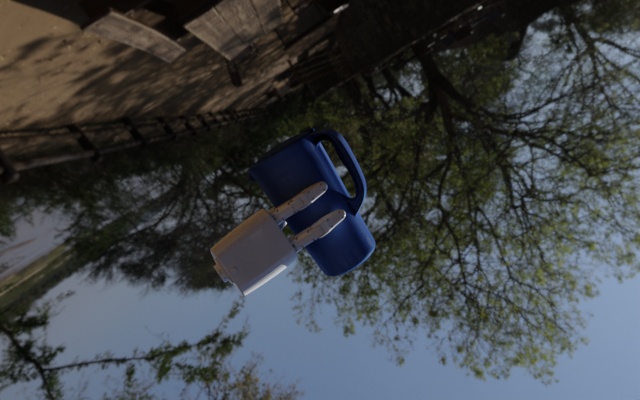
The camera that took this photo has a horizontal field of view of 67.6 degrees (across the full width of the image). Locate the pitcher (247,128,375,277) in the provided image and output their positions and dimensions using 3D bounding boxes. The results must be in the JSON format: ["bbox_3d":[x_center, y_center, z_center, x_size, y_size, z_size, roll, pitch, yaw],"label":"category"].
[{"bbox_3d":[0.000,0.003,0.822,0.145,0.243,0.149,-36,11,-18],"label":"pitcher"}]
